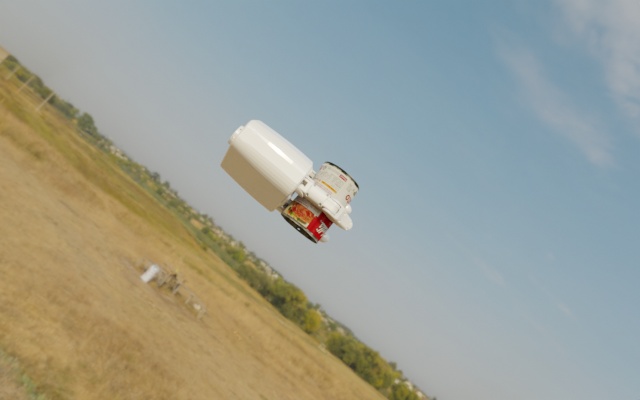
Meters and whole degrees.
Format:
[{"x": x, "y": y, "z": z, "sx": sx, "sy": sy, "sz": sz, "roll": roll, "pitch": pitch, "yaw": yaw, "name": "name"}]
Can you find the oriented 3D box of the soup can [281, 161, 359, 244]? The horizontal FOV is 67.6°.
[{"x": 0.001, "y": 0.002, "z": 0.695, "sx": 0.068, "sy": 0.102, "sz": 0.068, "roll": 38, "pitch": -11, "yaw": 8, "name": "soup can"}]
